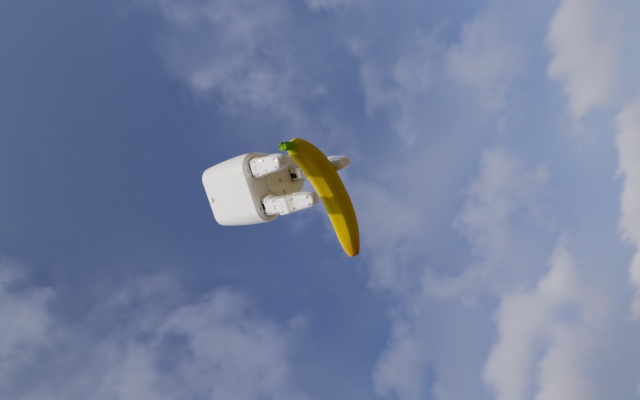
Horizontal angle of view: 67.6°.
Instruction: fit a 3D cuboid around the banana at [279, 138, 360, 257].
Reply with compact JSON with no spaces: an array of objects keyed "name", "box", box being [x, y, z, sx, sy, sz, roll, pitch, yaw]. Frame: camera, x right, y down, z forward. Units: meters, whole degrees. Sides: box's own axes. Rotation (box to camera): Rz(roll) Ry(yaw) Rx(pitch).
[{"name":"banana","box":[0.005,-0.013,0.642,0.037,0.198,0.069,-12,34,38]}]
